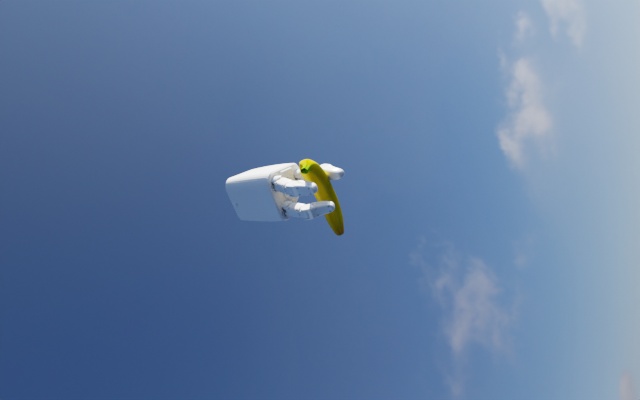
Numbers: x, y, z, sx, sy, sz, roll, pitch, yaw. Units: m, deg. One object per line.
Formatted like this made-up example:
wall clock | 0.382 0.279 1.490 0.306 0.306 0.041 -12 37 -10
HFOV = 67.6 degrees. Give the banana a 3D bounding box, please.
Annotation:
banana | 0.001 -0.014 0.876 0.037 0.069 0.198 -10 -41 21
